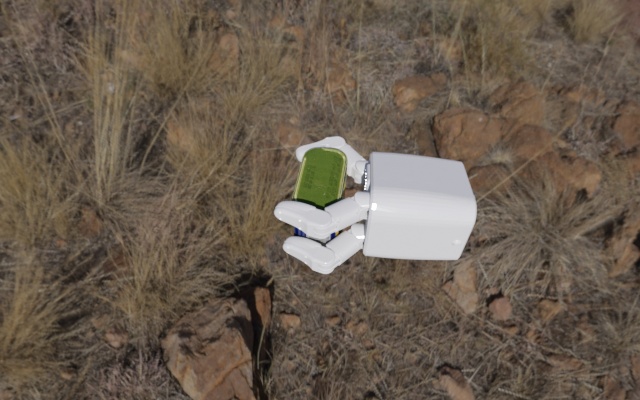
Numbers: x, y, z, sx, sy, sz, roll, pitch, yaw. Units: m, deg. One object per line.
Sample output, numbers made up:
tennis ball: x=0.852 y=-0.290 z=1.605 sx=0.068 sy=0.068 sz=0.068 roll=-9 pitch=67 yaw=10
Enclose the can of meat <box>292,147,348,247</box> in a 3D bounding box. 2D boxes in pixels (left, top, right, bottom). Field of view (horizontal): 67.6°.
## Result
can of meat: x=0.000 y=0.001 z=0.547 sx=0.057 sy=0.102 sz=0.084 roll=7 pitch=-39 yaw=5
